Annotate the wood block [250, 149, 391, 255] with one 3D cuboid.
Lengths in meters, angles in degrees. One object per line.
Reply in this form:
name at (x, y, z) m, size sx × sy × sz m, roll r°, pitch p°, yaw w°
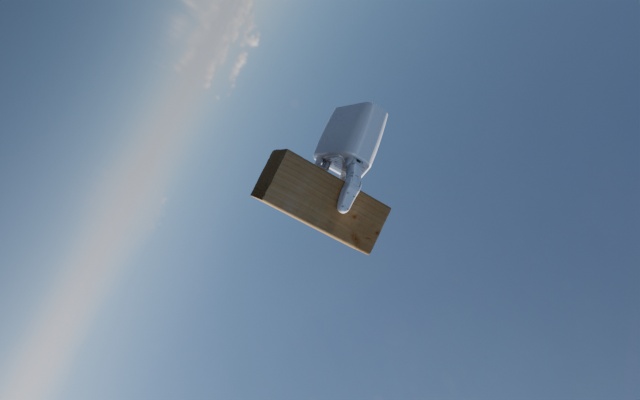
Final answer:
wood block at (0.001, 0.002, 0.799) m, size 0.206 × 0.090 × 0.091 m, roll 28°, pitch -5°, yaw -20°
